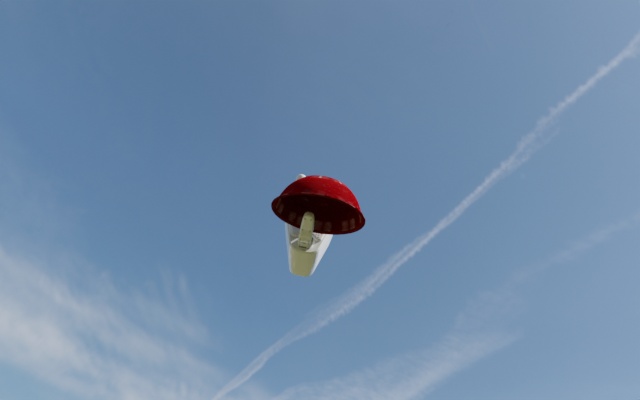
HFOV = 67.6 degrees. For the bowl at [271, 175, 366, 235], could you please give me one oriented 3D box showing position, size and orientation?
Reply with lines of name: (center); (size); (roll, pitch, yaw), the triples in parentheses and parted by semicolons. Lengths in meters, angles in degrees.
bowl: (0.001, 0.002, 0.814); (0.162, 0.055, 0.162); (9, -25, 4)
